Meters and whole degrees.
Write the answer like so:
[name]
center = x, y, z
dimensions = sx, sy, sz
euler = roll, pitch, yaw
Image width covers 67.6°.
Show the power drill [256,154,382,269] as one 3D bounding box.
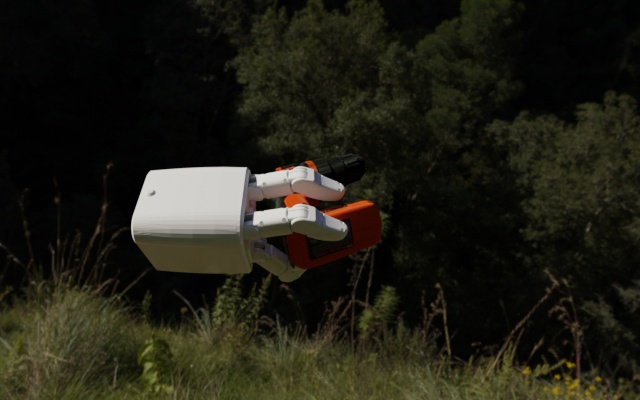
[power drill]
center = 0.000, 0.002, 0.580
dimensions = 0.184, 0.057, 0.187
euler = -19, 25, -14
